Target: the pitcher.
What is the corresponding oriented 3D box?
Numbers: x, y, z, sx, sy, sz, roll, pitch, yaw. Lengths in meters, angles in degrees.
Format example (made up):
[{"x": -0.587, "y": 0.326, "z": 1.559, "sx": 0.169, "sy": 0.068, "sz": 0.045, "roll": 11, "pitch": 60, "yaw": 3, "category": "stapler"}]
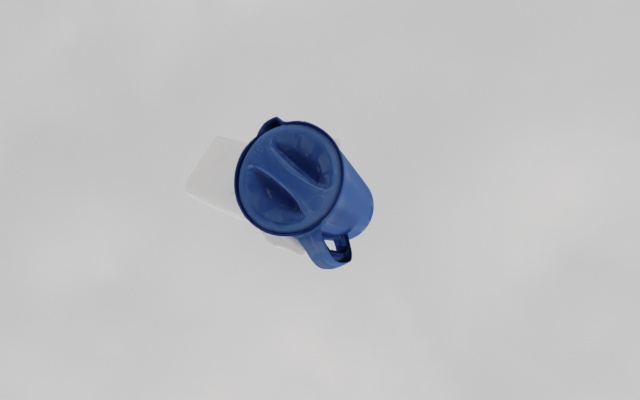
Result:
[{"x": 0.000, "y": 0.002, "z": 0.639, "sx": 0.145, "sy": 0.149, "sz": 0.243, "roll": 20, "pitch": -3, "yaw": 20, "category": "pitcher"}]
